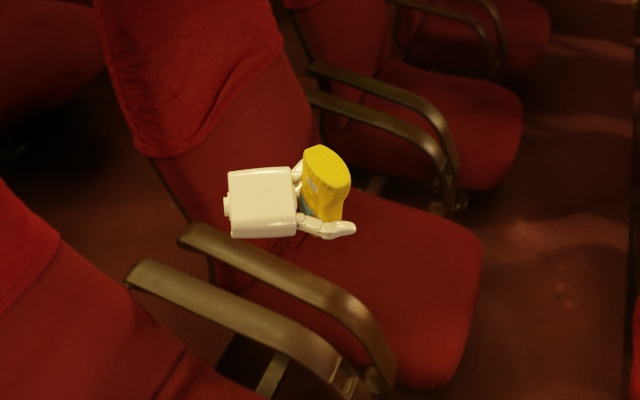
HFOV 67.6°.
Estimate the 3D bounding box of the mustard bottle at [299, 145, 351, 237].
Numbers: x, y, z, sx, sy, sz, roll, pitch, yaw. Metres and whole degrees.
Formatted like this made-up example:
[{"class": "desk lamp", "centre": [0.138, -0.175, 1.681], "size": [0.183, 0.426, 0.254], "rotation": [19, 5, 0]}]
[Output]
[{"class": "mustard bottle", "centre": [0.000, 0.002, 0.820], "size": [0.058, 0.096, 0.192], "rotation": [-25, -31, -25]}]
